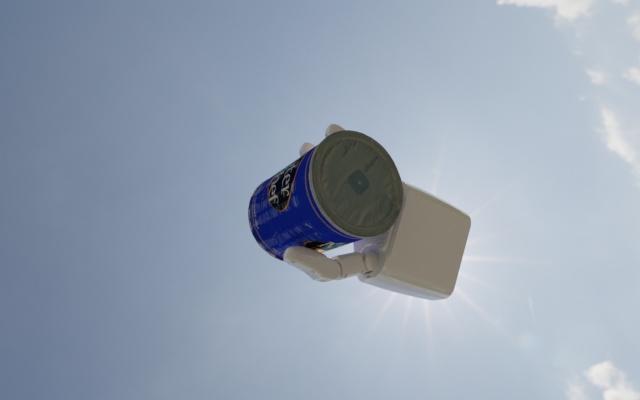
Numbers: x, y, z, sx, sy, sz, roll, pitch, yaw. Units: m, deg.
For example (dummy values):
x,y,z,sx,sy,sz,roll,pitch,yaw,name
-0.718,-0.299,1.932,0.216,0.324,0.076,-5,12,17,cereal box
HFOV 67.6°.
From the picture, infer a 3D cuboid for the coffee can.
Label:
x,y,z,sx,sy,sz,roll,pitch,yaw,name
0.000,0.002,0.492,0.103,0.102,0.140,0,-15,-33,coffee can
